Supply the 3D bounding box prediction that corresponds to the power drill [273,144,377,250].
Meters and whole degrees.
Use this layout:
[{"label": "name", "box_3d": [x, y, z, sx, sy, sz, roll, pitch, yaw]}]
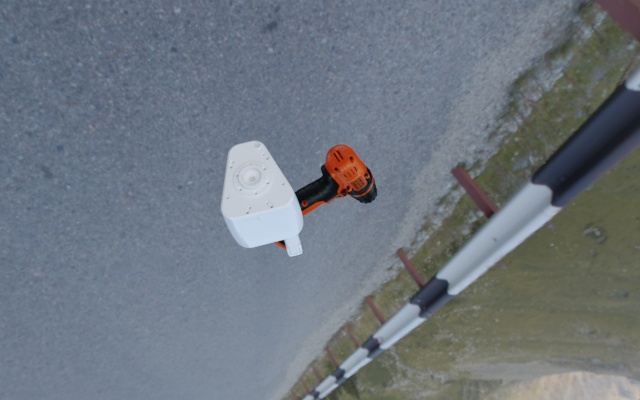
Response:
[{"label": "power drill", "box_3d": [0.000, 0.003, 0.764, 0.187, 0.057, 0.184, -37, -27, 5]}]
